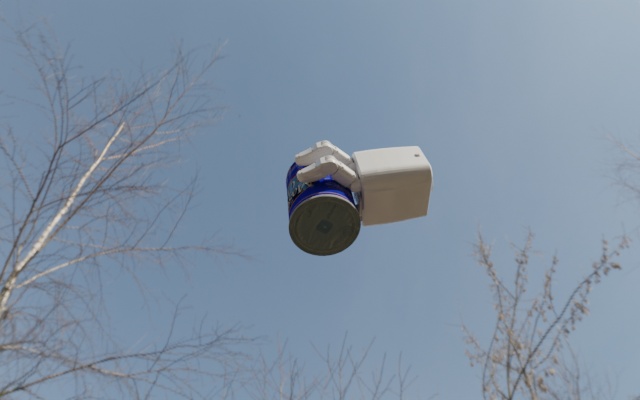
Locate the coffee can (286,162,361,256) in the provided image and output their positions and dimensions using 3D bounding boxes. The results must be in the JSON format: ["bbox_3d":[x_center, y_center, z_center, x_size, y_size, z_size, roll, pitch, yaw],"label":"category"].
[{"bbox_3d":[0.000,0.003,0.732,0.103,0.103,0.140,0,31,-6],"label":"coffee can"}]
